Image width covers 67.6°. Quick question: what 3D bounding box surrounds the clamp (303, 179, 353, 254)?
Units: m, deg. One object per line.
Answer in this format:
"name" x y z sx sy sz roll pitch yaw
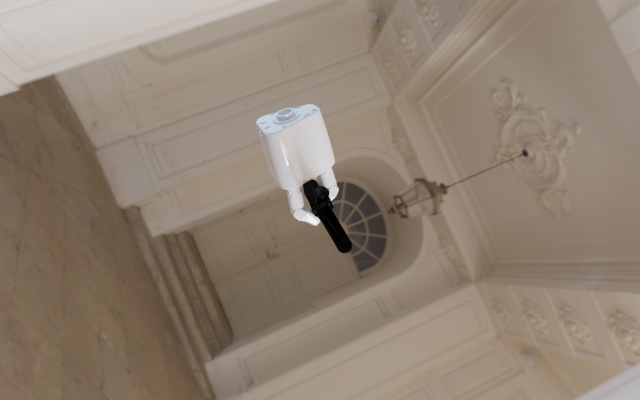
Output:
"clamp" 0.001 0.002 0.796 0.039 0.120 0.171 -23 32 -10
